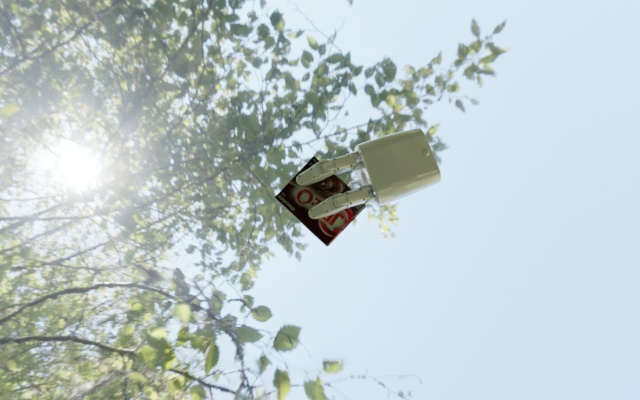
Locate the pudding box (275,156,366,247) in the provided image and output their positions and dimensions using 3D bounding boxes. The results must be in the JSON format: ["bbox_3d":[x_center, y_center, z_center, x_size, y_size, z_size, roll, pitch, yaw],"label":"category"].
[{"bbox_3d":[0.000,0.002,0.740,0.113,0.090,0.039,42,-8,9],"label":"pudding box"}]
